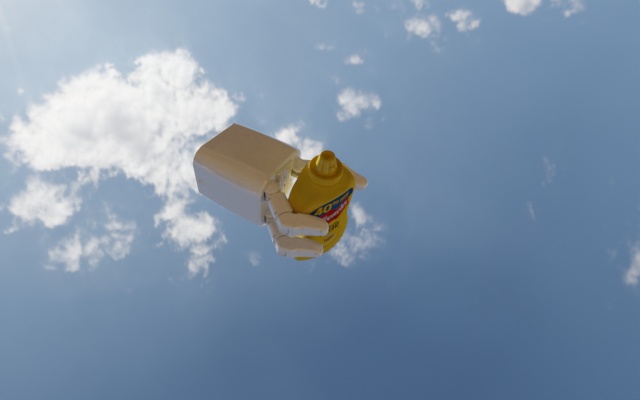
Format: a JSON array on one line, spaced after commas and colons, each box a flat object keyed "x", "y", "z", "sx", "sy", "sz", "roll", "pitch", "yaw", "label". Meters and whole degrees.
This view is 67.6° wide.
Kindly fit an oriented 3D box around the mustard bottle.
[{"x": 0.000, "y": 0.002, "z": 0.623, "sx": 0.096, "sy": 0.058, "sz": 0.192, "roll": -30, "pitch": -27, "yaw": -23, "label": "mustard bottle"}]
